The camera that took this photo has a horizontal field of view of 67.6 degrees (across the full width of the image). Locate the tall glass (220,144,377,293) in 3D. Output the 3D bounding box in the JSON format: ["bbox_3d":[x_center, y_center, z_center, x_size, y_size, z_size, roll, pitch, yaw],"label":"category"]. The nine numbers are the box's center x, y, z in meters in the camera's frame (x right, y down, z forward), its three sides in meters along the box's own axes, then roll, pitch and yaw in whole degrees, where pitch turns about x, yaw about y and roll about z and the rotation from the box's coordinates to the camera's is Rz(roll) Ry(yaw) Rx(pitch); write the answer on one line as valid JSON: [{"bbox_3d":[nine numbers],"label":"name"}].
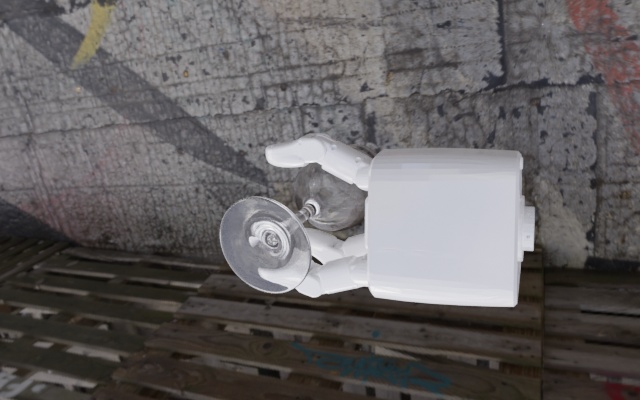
[{"bbox_3d":[0.000,0.002,0.422,0.079,0.079,0.201,0,18,25],"label":"tall glass"}]
